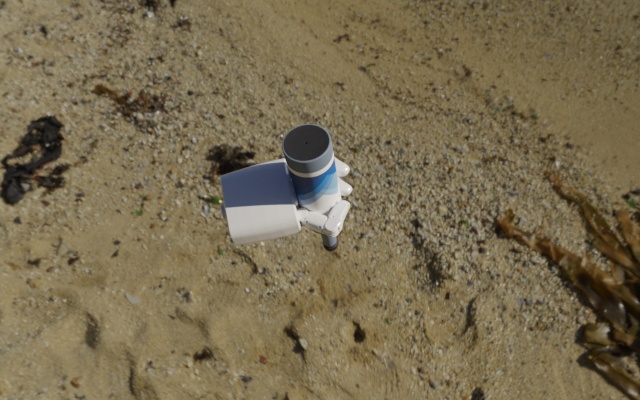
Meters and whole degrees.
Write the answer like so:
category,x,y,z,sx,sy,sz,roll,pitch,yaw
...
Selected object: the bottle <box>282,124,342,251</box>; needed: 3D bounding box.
category,x,y,z,sx,sy,sz,roll,pitch,yaw
bottle,0.000,0.002,0.755,0.069,0.069,0.296,0,-33,9
